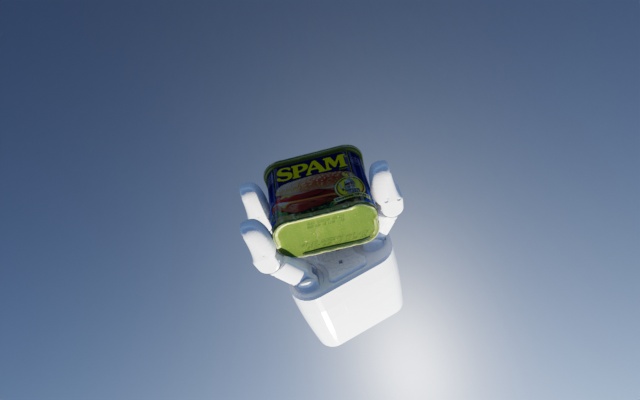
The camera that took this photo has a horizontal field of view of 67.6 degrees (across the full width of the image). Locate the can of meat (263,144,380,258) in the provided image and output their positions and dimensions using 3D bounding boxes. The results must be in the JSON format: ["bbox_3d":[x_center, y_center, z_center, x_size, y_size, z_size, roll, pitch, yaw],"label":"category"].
[{"bbox_3d":[0.000,0.002,0.455,0.102,0.057,0.083,-14,44,2],"label":"can of meat"}]
